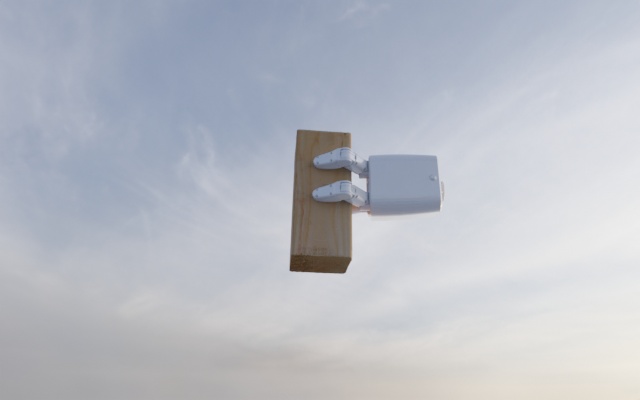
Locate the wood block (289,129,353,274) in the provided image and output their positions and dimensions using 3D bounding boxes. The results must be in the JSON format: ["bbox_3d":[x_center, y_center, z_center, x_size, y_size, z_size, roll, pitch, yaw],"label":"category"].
[{"bbox_3d":[0.000,0.002,0.750,0.090,0.206,0.091,3,-25,-3],"label":"wood block"}]
